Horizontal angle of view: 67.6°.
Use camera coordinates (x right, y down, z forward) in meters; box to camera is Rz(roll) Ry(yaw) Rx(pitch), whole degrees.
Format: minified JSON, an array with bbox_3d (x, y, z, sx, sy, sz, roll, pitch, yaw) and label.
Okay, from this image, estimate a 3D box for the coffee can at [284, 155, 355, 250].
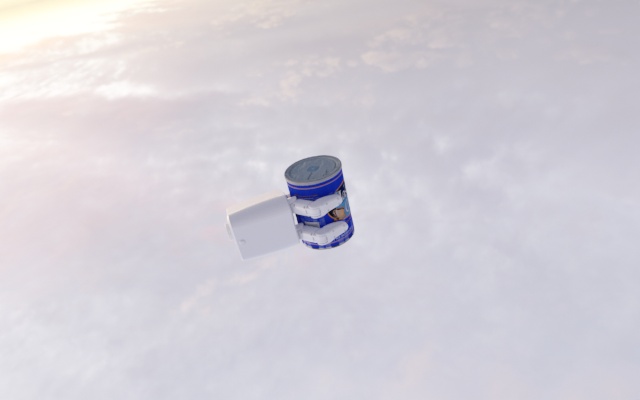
[{"bbox_3d":[0.000,0.003,0.863,0.103,0.140,0.102,-10,29,6],"label":"coffee can"}]
